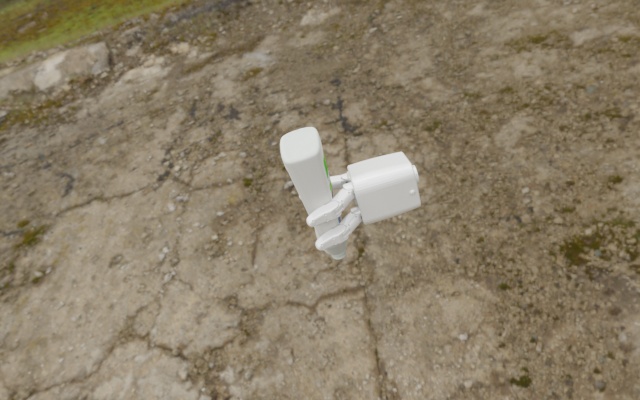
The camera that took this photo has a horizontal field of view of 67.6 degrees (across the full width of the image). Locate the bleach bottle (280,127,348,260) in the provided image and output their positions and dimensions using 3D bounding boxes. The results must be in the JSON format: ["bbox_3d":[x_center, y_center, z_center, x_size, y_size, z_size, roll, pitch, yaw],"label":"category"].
[{"bbox_3d":[0.000,0.003,0.844,0.068,0.251,0.102,-16,37,5],"label":"bleach bottle"}]
